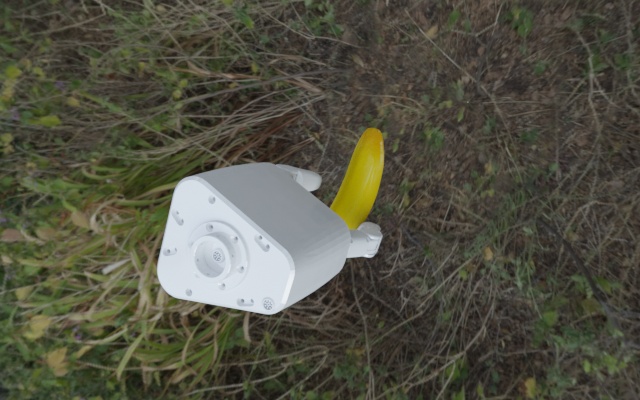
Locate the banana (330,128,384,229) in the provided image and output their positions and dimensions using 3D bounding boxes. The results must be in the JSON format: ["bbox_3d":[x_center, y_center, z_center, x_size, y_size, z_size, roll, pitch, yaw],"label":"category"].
[{"bbox_3d":[0.010,0.017,0.491,0.198,0.069,0.037,-48,-18,22],"label":"banana"}]
